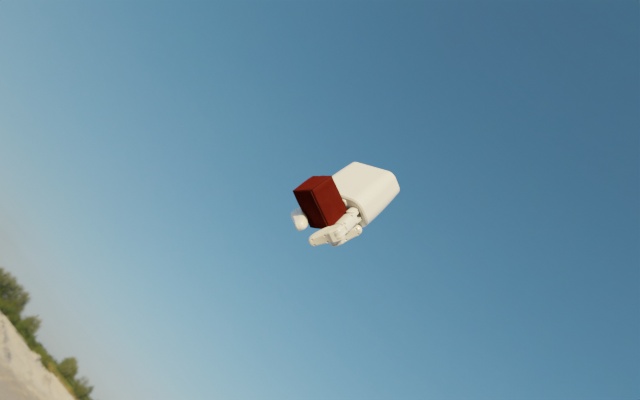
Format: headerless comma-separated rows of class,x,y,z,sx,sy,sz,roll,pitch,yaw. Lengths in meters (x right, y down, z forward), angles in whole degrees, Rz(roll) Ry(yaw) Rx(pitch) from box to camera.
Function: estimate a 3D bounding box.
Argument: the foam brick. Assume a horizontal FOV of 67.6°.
foam brick,0.000,0.002,0.800,0.051,0.078,0.053,-39,25,-32
